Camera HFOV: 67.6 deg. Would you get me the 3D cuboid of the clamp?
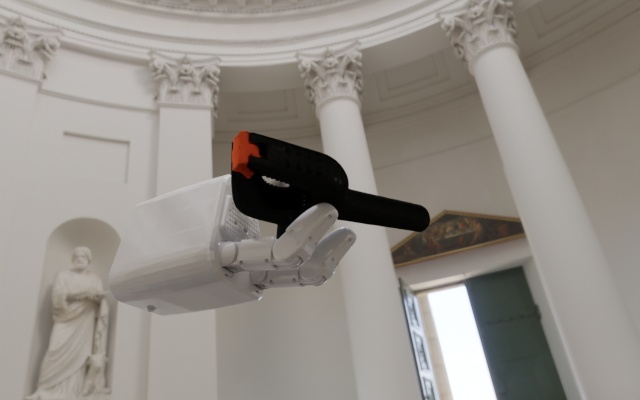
[{"bbox_3d":[0.000,0.000,0.408,0.164,0.036,0.210,-13,-28,16],"label":"clamp"}]
